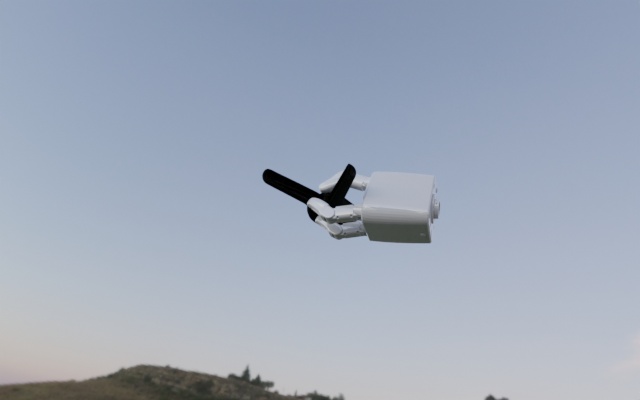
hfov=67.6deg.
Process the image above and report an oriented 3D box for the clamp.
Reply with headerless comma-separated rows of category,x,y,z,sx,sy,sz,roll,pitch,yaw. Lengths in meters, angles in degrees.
clamp,0.001,0.002,0.841,0.164,0.036,0.210,3,-31,19
